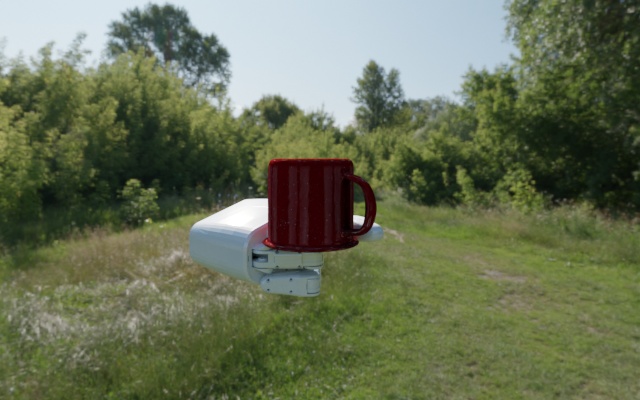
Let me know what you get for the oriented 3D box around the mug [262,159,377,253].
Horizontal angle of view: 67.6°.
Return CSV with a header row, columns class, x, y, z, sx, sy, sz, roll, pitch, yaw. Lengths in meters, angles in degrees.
class,x,y,z,sx,sy,sz,roll,pitch,yaw
mug,0.001,0.001,0.449,0.117,0.081,0.093,5,7,39
